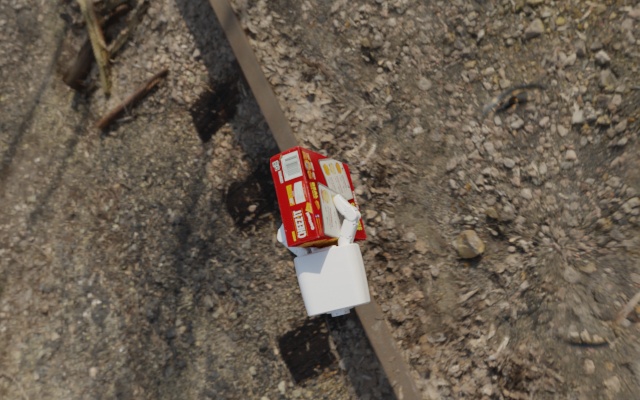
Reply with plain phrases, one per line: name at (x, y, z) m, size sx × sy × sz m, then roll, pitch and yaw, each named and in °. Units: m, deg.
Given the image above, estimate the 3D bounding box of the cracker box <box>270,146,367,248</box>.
cracker box at (0.000, 0.003, 0.894) m, size 0.072 × 0.164 × 0.214 m, roll -19°, pitch -13°, yaw 24°
